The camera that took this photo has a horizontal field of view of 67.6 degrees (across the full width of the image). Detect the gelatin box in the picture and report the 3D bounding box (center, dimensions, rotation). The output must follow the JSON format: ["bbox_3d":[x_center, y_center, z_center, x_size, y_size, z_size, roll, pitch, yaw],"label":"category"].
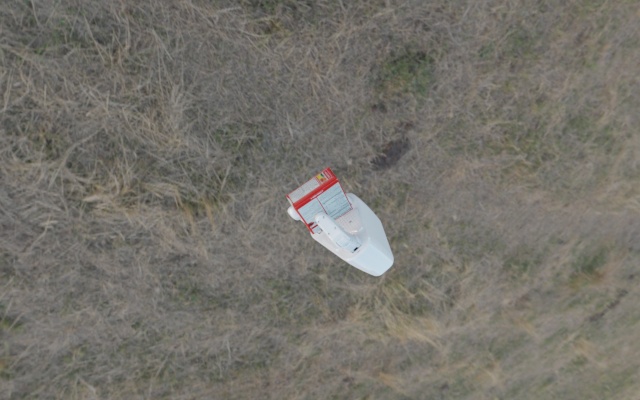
[{"bbox_3d":[0.000,0.002,0.691,0.073,0.030,0.089,-34,-35,-2],"label":"gelatin box"}]
